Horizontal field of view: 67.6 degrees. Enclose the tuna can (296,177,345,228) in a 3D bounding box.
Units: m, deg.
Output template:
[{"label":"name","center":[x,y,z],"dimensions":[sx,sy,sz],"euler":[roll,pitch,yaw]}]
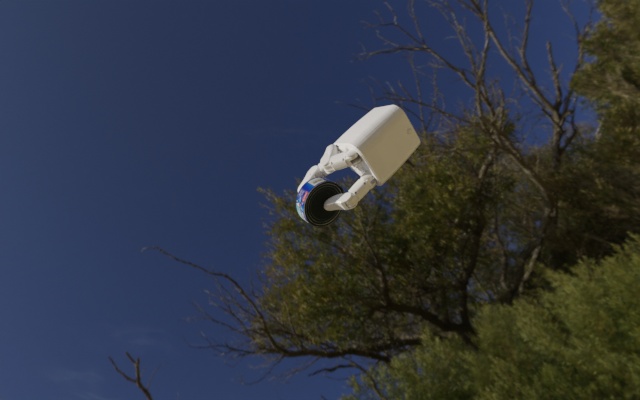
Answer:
[{"label":"tuna can","center":[0.000,0.003,0.839],"dimensions":[0.086,0.086,0.033],"euler":[0,18,-34]}]
